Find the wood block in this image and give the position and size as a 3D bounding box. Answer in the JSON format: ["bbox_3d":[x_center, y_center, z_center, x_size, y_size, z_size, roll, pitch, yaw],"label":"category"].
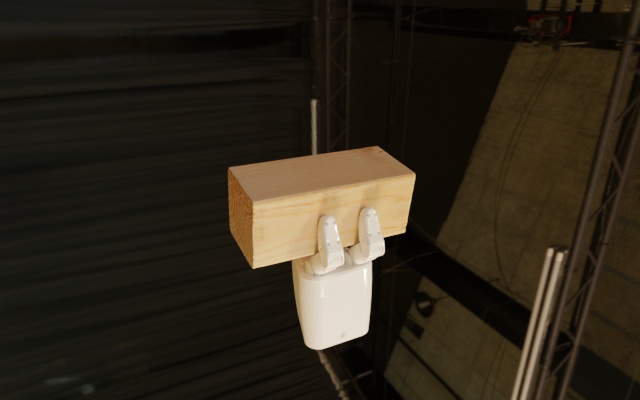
[{"bbox_3d":[0.000,0.002,0.585,0.206,0.090,0.090,-11,33,-25],"label":"wood block"}]
